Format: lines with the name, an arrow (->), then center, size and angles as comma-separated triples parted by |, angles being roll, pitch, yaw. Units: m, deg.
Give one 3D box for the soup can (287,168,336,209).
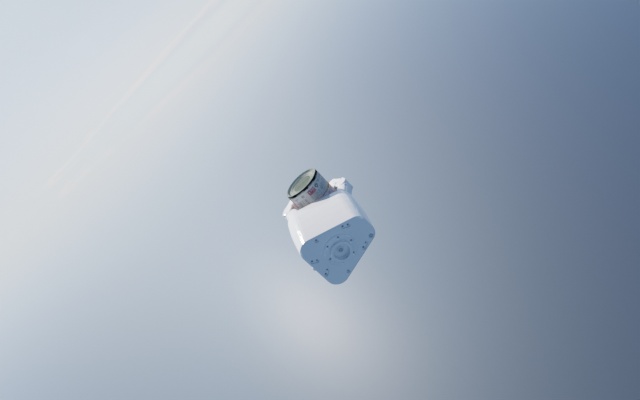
soup can -> 0.000, 0.002, 0.816 | 0.102, 0.068, 0.068 | 45, -21, -23
